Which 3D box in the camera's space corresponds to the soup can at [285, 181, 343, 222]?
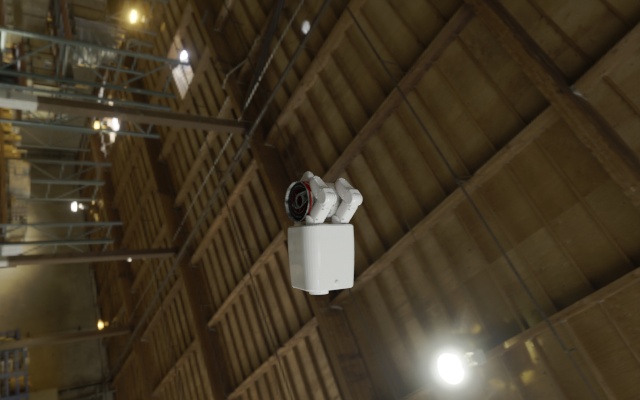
[{"bbox_3d":[0.000,0.002,0.815,0.102,0.068,0.068,1,-1,-38],"label":"soup can"}]
